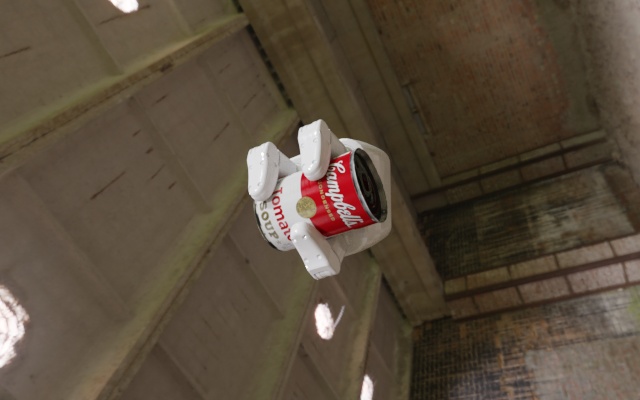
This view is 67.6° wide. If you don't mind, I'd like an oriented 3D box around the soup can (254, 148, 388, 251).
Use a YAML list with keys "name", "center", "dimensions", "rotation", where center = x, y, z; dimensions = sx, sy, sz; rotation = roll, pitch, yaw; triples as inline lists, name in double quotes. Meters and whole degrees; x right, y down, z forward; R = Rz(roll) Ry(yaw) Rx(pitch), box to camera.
- name: "soup can"
  center: [0.000, 0.002, 0.431]
  dimensions: [0.102, 0.068, 0.068]
  rotation: [-19, -8, 23]
